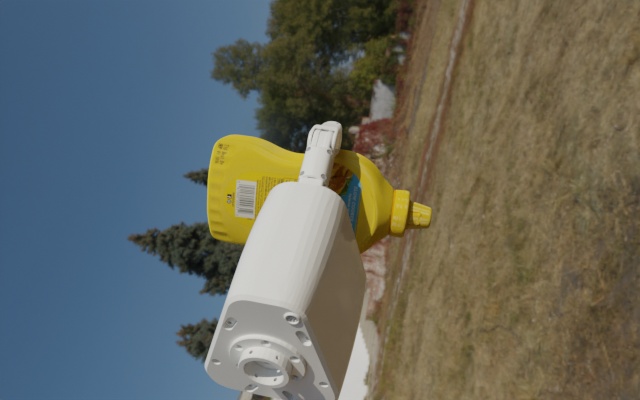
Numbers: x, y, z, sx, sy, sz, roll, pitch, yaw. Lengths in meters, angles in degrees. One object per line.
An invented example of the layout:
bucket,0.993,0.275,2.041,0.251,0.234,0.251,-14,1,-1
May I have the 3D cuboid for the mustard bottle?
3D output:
mustard bottle,0.000,0.001,0.420,0.191,0.096,0.058,9,16,8
